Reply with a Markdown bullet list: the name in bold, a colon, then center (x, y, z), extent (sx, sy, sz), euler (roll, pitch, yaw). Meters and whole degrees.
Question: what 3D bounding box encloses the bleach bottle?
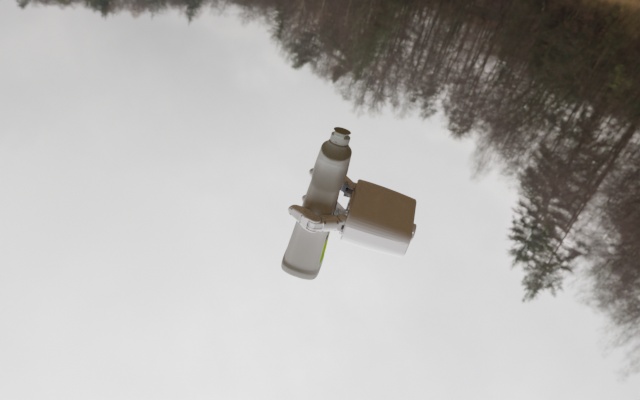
- **bleach bottle**: center (0.000, 0.003, 0.784), extent (0.068, 0.251, 0.102), euler (18, 28, 2)
